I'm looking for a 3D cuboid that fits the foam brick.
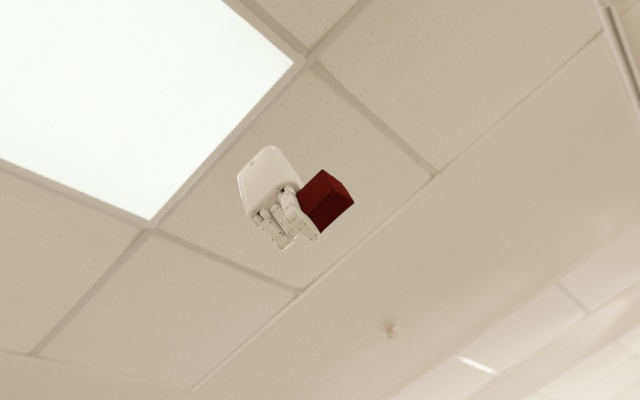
[{"bbox_3d":[0.000,0.002,0.719,0.053,0.078,0.051,33,22,-41],"label":"foam brick"}]
